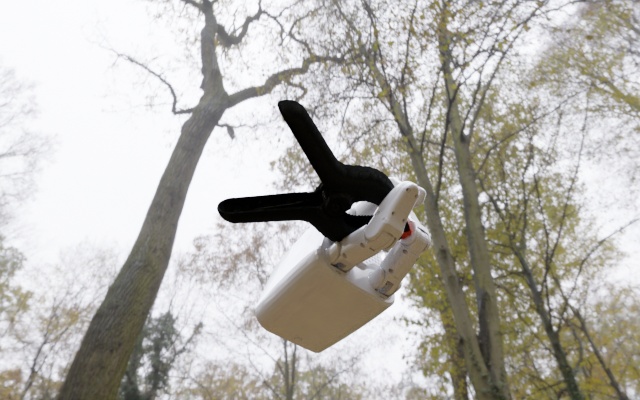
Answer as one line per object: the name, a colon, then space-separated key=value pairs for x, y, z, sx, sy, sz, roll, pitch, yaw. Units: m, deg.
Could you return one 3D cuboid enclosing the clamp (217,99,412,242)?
clamp: x=0.000 y=0.001 z=0.416 sx=0.171 sy=0.039 sz=0.120 roll=33 pitch=-60 yaw=-26
